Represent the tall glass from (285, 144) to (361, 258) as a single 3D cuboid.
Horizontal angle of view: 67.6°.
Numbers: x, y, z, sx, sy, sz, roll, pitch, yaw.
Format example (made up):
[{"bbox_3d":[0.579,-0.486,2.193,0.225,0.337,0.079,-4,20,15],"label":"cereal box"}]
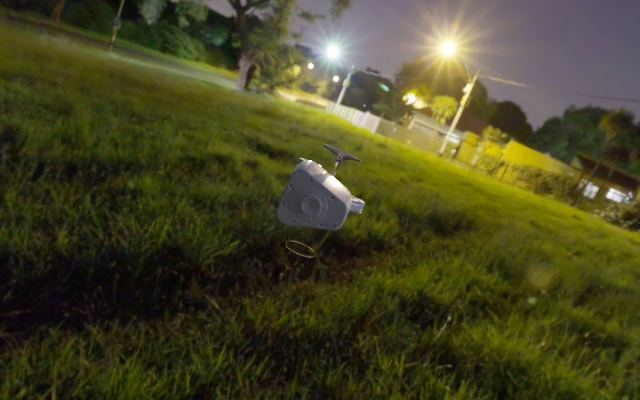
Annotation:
[{"bbox_3d":[0.000,0.002,0.877,0.079,0.201,0.079,22,12,-5],"label":"tall glass"}]
